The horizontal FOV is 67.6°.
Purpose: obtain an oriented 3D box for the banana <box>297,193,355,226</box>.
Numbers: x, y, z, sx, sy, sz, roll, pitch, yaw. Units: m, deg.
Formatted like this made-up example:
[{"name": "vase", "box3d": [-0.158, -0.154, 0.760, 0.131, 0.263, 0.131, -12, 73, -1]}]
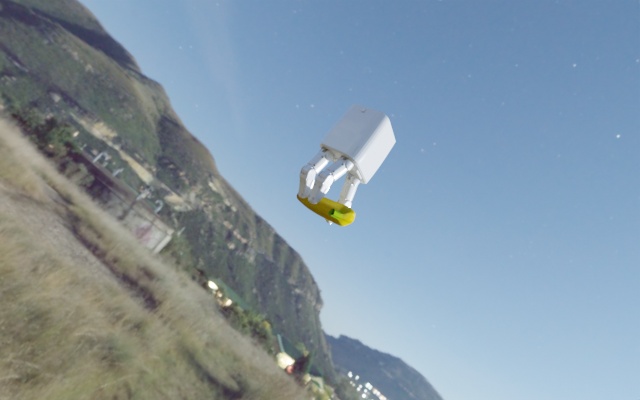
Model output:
[{"name": "banana", "box3d": [0.015, 0.014, 0.862, 0.070, 0.037, 0.198, 37, -6, -21]}]
